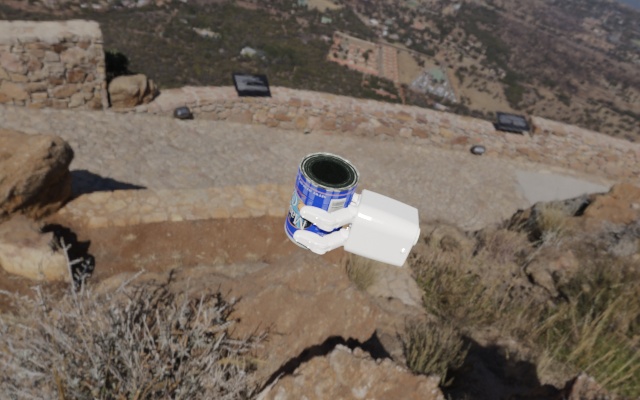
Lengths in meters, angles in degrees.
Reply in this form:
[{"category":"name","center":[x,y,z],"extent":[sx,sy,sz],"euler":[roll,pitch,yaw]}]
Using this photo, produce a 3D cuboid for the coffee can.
[{"category":"coffee can","center":[0.000,0.003,0.828],"extent":[0.103,0.140,0.102],"euler":[10,39,-8]}]
